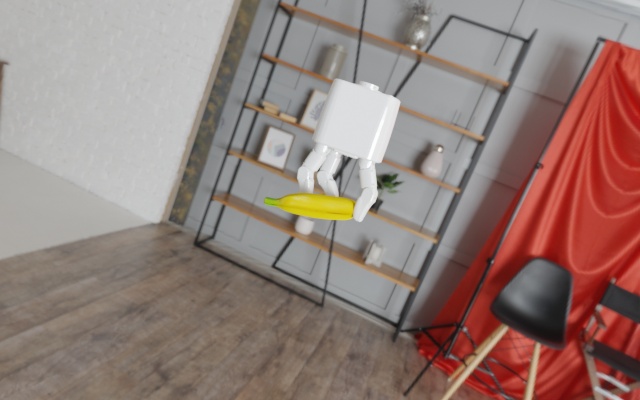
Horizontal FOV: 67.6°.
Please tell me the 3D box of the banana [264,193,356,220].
[{"bbox_3d":[0.009,0.008,0.770,0.198,0.037,0.069,8,12,-41],"label":"banana"}]
